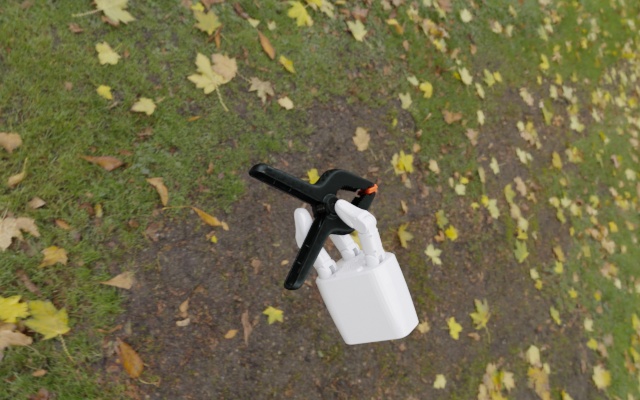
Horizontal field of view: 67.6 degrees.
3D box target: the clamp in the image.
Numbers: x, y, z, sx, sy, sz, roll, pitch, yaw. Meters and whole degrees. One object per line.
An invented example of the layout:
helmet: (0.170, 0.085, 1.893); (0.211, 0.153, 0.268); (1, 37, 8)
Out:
clamp: (0.001, 0.002, 0.651); (0.036, 0.164, 0.210); (-9, 16, 47)
